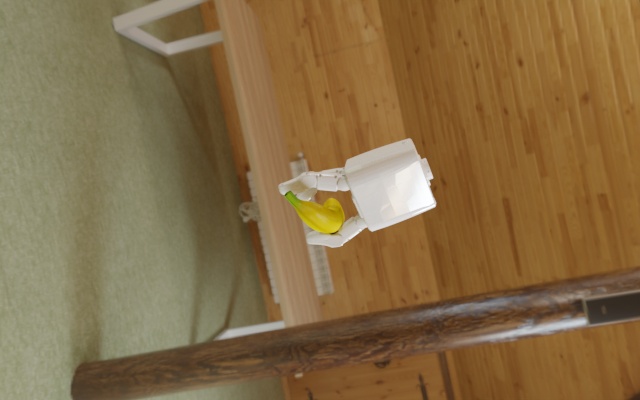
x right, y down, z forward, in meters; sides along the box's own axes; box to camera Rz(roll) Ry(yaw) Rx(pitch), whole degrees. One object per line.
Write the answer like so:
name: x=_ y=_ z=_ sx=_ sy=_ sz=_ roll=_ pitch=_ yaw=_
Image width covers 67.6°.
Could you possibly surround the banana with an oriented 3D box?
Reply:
banana: x=0.007 y=0.018 z=0.734 sx=0.037 sy=0.069 sz=0.198 roll=-30 pitch=-12 yaw=13
